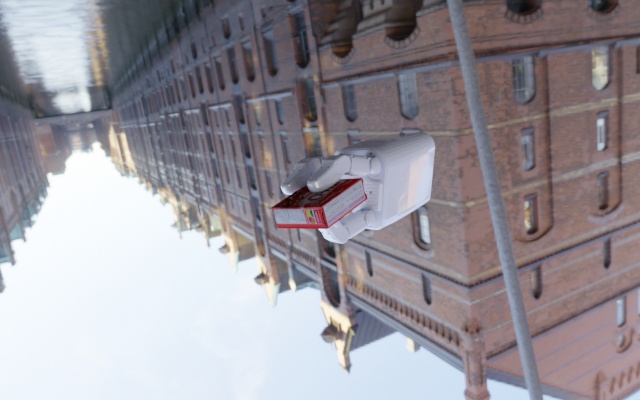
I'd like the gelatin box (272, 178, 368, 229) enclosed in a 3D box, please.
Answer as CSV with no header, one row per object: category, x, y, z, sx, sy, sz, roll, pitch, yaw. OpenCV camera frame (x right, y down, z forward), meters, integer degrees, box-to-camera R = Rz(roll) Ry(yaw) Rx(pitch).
gelatin box,0.000,0.002,0.550,0.073,0.030,0.089,-1,22,38
